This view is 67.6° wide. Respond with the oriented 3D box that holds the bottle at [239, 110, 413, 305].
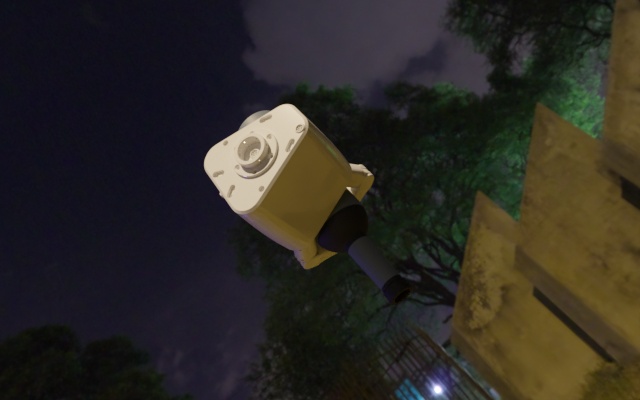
[{"bbox_3d":[0.000,0.002,0.552,0.069,0.069,0.295,0,39,-45],"label":"bottle"}]
